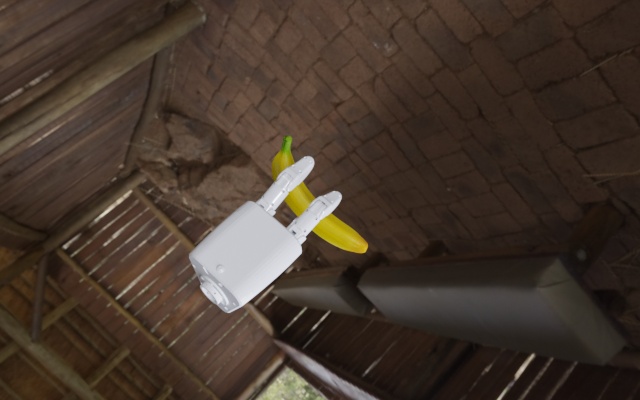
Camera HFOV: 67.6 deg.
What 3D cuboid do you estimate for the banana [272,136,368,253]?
[{"bbox_3d":[-0.012,0.005,0.684,0.037,0.198,0.070,-43,9,-37],"label":"banana"}]
